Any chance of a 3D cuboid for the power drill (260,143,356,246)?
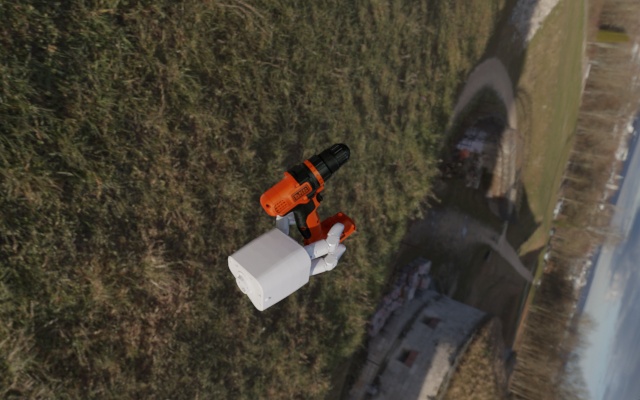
[{"bbox_3d":[0.000,0.003,0.886,0.184,0.188,0.057,-35,41,-6],"label":"power drill"}]
